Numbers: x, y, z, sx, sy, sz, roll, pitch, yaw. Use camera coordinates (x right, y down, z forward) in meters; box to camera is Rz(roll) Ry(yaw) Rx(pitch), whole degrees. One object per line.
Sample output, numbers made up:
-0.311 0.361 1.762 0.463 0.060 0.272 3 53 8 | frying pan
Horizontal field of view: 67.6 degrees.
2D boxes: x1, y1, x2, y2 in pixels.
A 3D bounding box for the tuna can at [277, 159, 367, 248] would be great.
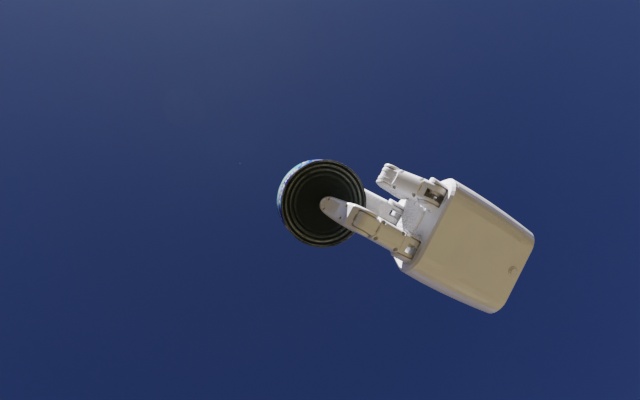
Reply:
0.000 0.001 0.477 0.086 0.086 0.033 0 7 -14 | tuna can
